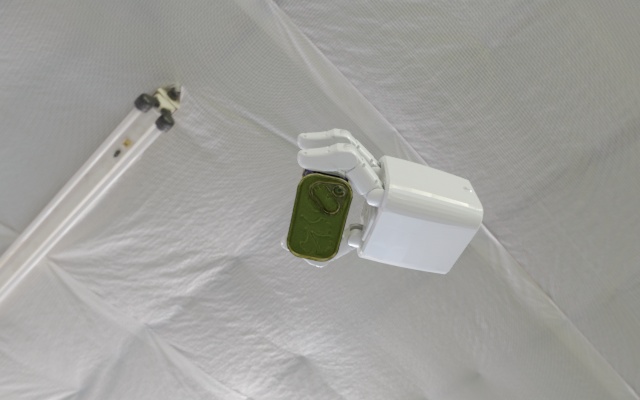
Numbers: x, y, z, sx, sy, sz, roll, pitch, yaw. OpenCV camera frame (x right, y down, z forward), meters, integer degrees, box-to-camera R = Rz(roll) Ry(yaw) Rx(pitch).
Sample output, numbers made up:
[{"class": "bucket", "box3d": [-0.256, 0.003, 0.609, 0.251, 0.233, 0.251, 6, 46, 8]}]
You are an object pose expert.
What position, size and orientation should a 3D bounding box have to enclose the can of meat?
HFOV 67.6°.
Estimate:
[{"class": "can of meat", "box3d": [0.000, 0.002, 0.533, 0.057, 0.102, 0.084, 11, 27, -3]}]
